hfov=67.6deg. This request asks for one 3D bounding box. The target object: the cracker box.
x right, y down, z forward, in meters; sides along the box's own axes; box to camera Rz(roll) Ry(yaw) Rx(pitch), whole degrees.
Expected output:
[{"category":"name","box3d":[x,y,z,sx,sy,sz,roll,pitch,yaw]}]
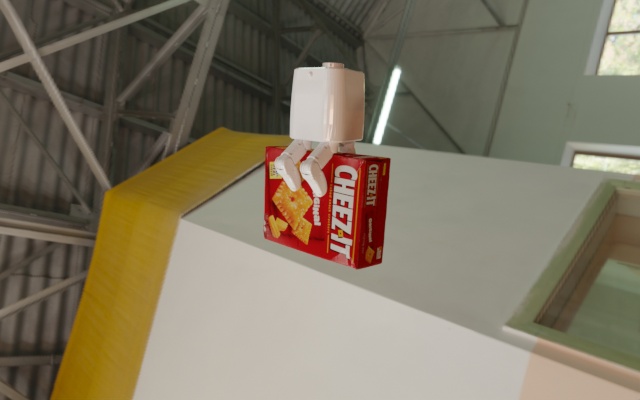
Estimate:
[{"category":"cracker box","box3d":[0.000,0.002,0.762,0.213,0.164,0.072,13,15,42]}]
